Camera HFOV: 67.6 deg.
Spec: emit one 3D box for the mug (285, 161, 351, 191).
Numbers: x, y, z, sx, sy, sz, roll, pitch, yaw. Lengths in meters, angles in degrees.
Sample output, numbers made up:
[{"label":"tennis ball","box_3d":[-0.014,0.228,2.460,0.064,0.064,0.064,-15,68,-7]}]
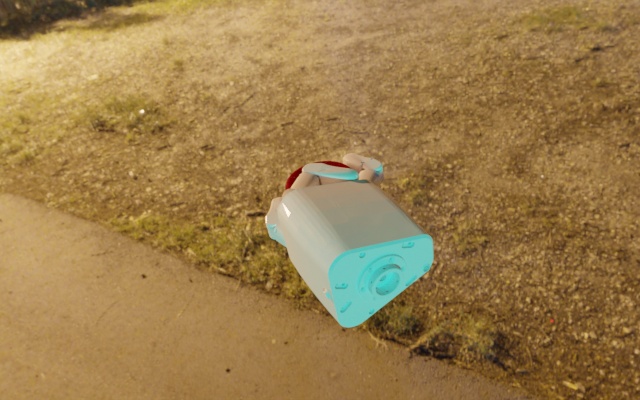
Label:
[{"label":"mug","box_3d":[-0.001,0.001,0.566,0.093,0.082,0.117,-23,38,-16]}]
